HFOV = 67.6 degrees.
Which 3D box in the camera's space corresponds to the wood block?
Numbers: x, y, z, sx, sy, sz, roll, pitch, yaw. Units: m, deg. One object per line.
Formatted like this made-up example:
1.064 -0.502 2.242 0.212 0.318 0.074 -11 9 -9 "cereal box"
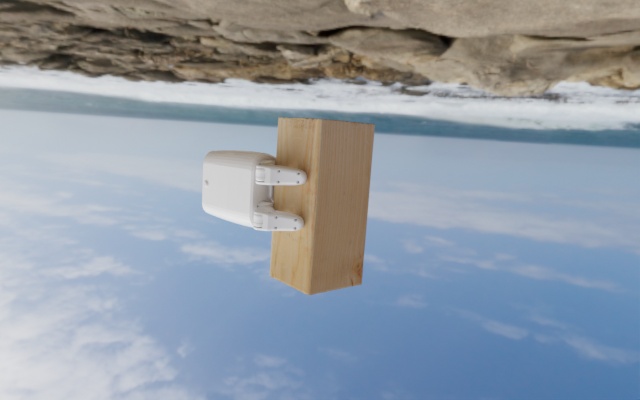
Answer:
0.000 0.002 0.608 0.091 0.206 0.090 -3 11 -40 "wood block"
